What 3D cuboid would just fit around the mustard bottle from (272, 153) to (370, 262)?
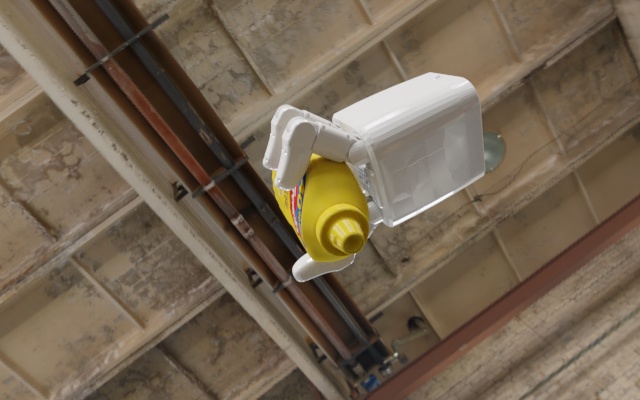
[{"bbox_3d":[0.000,0.001,0.434,0.058,0.096,0.191,-3,19,-15],"label":"mustard bottle"}]
